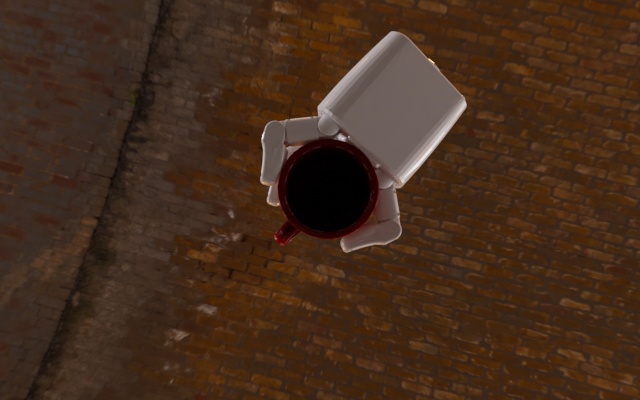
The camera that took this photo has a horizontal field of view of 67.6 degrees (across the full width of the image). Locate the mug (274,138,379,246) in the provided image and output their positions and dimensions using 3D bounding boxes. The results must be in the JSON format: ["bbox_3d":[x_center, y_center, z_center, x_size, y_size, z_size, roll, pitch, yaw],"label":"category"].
[{"bbox_3d":[-0.001,0.003,0.477,0.093,0.117,0.081,42,-3,5],"label":"mug"}]
